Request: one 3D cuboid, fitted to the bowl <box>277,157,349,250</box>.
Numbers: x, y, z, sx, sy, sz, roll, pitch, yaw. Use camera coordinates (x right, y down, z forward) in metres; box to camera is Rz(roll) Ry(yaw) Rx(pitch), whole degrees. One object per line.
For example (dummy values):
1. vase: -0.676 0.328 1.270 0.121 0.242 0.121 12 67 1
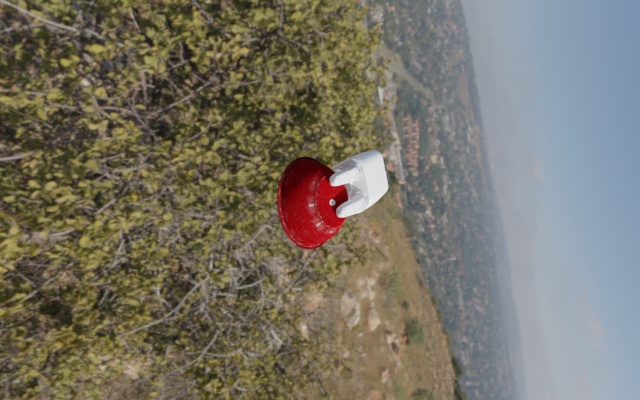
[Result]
1. bowl: 0.000 0.003 0.811 0.055 0.162 0.162 -4 -3 39
